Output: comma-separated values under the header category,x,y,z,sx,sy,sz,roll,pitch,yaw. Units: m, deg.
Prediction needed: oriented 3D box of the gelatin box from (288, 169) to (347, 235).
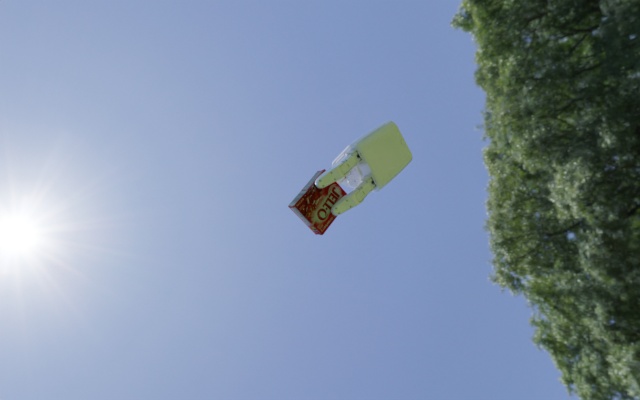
category,x,y,z,sx,sy,sz,roll,pitch,yaw
gelatin box,0.000,0.003,0.816,0.073,0.089,0.030,47,-22,-19
